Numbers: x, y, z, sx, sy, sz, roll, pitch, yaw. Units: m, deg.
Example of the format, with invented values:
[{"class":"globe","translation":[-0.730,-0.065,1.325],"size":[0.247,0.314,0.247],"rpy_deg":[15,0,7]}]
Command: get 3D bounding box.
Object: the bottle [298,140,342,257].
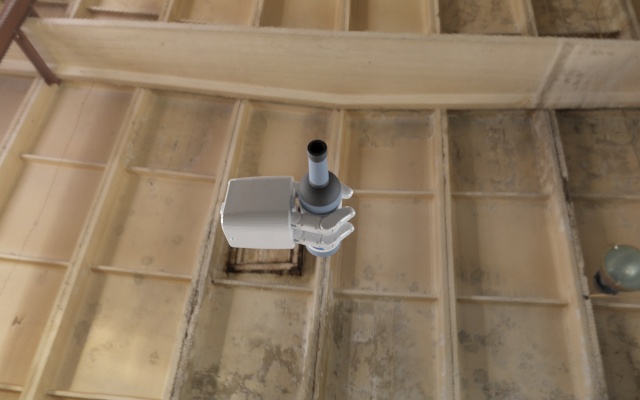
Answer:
[{"class":"bottle","translation":[0.000,0.003,0.757],"size":[0.069,0.069,0.296],"rpy_deg":[0,-29,2]}]
